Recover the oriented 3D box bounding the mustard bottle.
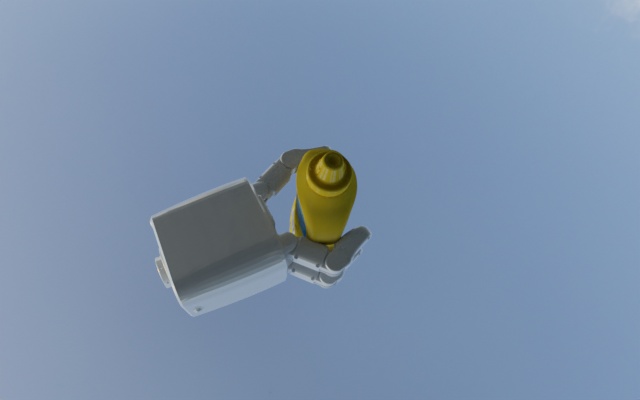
[{"bbox_3d":[0.000,0.002,0.491,0.058,0.096,0.192,1,-22,-5],"label":"mustard bottle"}]
